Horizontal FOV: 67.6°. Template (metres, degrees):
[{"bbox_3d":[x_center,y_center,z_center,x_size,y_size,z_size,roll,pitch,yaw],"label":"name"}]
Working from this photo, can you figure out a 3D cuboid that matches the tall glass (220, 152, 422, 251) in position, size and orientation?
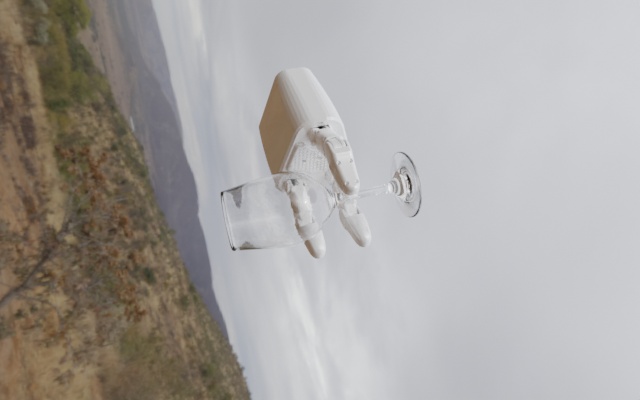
[{"bbox_3d":[0.001,0.002,0.504,0.201,0.079,0.079,-12,3,-15],"label":"tall glass"}]
